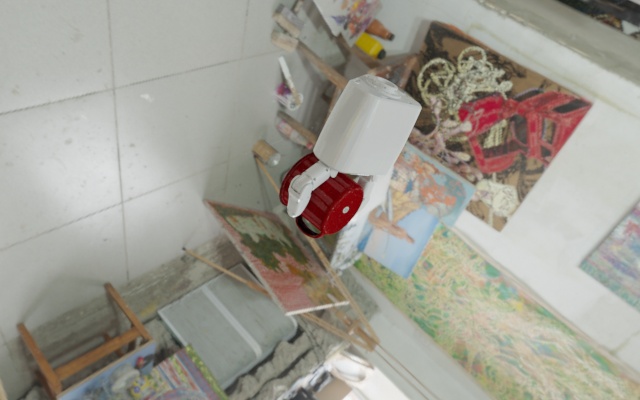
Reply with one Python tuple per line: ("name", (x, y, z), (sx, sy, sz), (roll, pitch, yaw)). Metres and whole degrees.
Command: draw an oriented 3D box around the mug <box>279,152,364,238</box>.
("mug", (0.000, 0.003, 0.659), (0.081, 0.117, 0.093), (39, 31, 25))
